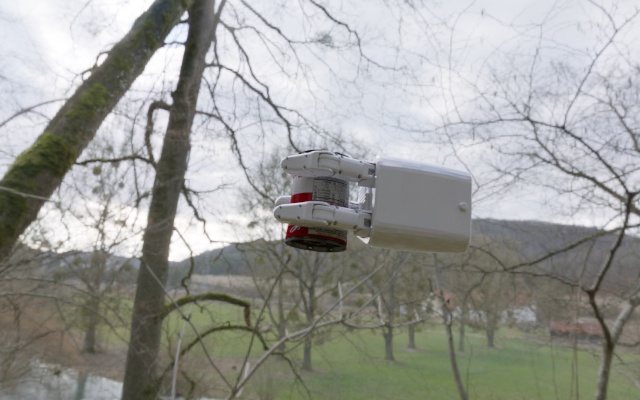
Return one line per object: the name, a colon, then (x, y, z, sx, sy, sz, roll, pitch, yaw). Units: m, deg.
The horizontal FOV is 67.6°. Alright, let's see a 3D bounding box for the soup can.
soup can: (0.000, 0.001, 0.535, 0.068, 0.102, 0.068, 6, -15, 2)
